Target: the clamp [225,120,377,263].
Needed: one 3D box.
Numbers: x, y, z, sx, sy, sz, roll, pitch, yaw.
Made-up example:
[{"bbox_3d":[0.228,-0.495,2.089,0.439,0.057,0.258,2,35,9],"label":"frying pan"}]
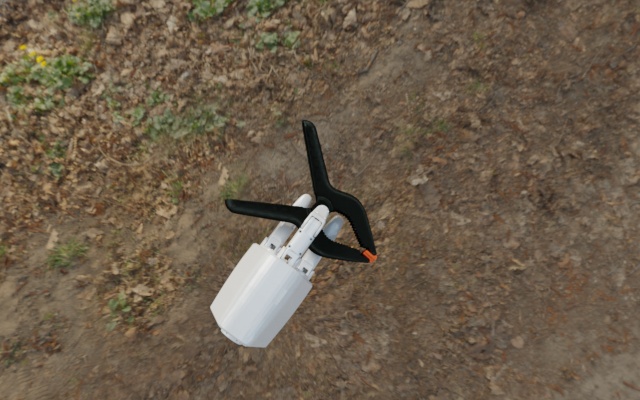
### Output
[{"bbox_3d":[0.000,0.003,0.649,0.210,0.164,0.036,36,-7,0],"label":"clamp"}]
